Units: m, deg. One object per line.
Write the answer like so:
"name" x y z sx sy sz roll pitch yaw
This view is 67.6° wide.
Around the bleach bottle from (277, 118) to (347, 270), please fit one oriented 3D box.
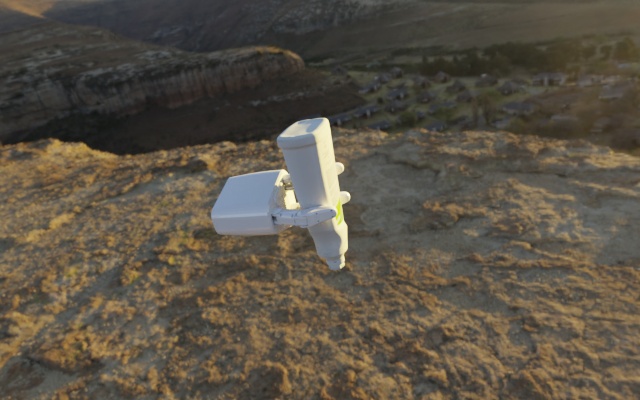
"bleach bottle" 0.000 0.002 0.764 0.068 0.251 0.102 -4 24 19
